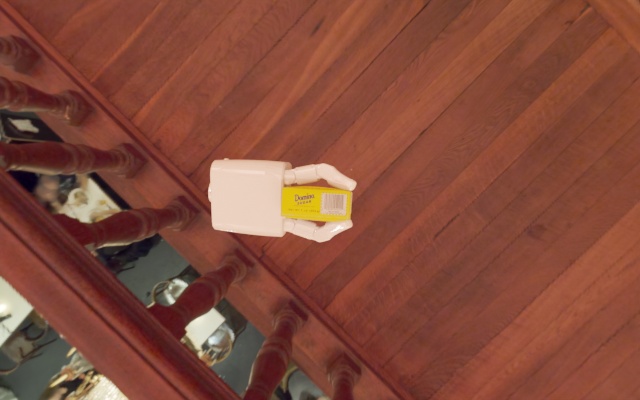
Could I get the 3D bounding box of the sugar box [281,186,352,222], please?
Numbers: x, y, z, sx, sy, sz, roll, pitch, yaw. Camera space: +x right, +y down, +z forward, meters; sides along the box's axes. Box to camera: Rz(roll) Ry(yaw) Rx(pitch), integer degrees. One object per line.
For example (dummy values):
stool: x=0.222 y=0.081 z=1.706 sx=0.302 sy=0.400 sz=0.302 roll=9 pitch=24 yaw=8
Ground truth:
sugar box: x=0.000 y=0.002 z=0.710 sx=0.093 sy=0.048 sz=0.176 roll=4 pitch=4 yaw=4
